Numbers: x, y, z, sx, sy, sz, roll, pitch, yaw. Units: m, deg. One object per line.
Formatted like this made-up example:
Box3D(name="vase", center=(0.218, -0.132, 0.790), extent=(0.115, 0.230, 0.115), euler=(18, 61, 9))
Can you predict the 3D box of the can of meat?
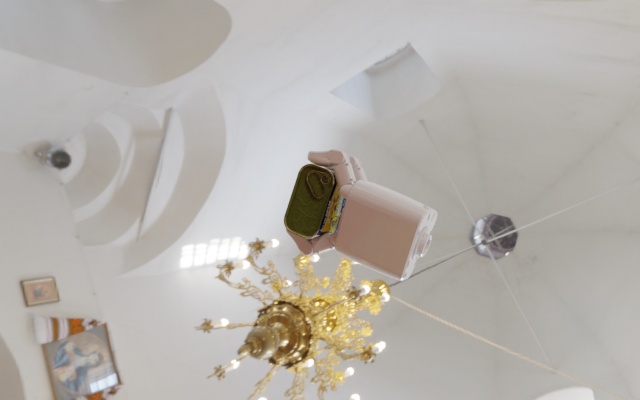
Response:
Box3D(name="can of meat", center=(0.000, 0.002, 0.701), extent=(0.057, 0.102, 0.084), euler=(21, 7, 24))
